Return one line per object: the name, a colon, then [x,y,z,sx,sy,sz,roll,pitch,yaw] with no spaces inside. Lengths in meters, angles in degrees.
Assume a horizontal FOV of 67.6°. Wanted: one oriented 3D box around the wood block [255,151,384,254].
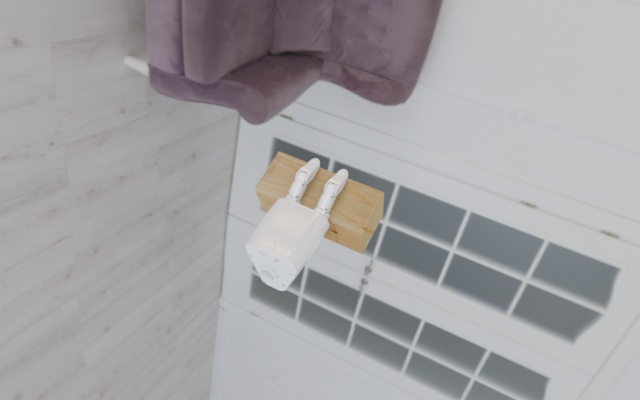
wood block: [0.000,0.003,0.851,0.206,0.090,0.091,23,-24,17]
